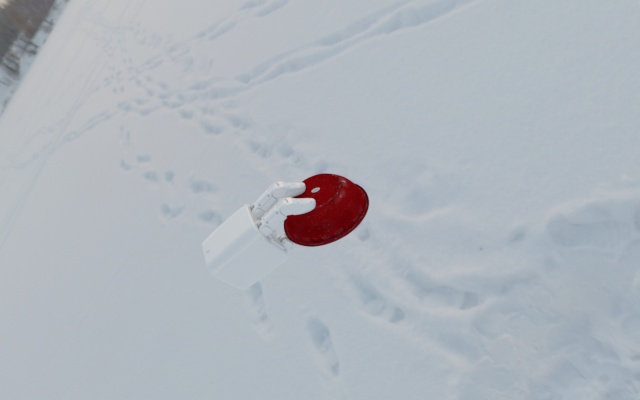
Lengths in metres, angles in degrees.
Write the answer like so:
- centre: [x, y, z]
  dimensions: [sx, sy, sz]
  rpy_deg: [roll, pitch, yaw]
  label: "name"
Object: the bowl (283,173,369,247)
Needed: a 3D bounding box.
- centre: [0.001, 0.002, 0.829]
  dimensions: [0.162, 0.055, 0.162]
  rpy_deg: [-16, 38, 13]
  label: "bowl"
